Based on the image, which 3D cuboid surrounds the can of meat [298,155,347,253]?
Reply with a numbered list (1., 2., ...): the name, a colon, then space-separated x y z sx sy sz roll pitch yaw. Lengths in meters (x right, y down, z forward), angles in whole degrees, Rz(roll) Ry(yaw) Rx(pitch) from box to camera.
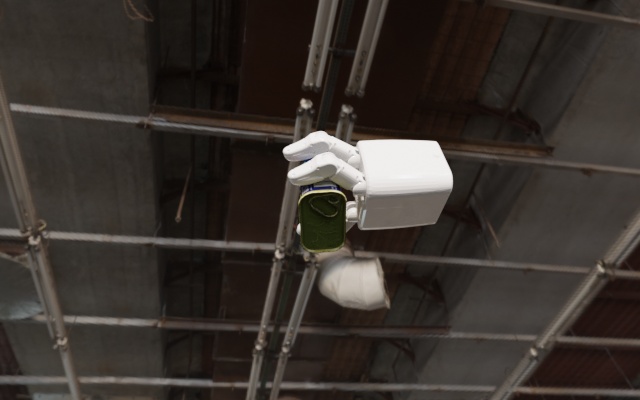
1. can of meat: 0.000 0.002 0.615 0.057 0.102 0.083 -4 41 -2
